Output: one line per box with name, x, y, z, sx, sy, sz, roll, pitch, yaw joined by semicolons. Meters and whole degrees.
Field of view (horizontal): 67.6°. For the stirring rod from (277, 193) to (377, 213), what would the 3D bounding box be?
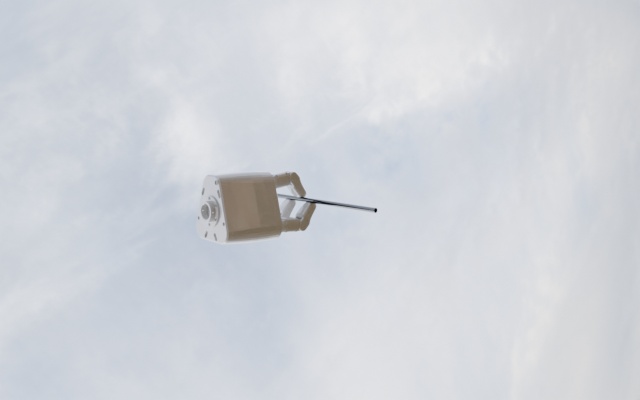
stirring rod;0.000;0.003;0.817;0.239;0.011;0.011;8;6;44
